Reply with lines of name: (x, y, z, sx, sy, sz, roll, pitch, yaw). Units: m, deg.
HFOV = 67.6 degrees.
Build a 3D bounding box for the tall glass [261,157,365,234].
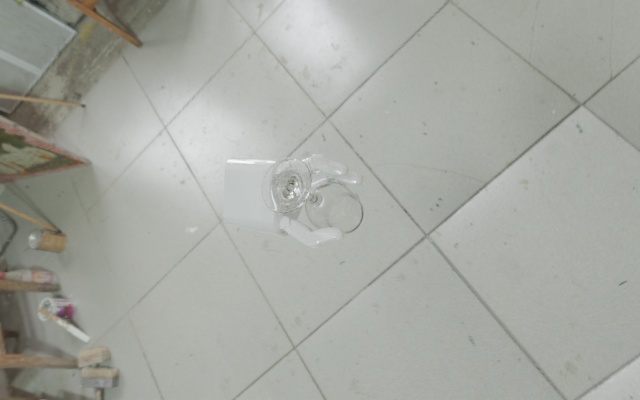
tall glass: (0.000, 0.002, 0.694, 0.079, 0.079, 0.201, 0, -13, 28)
